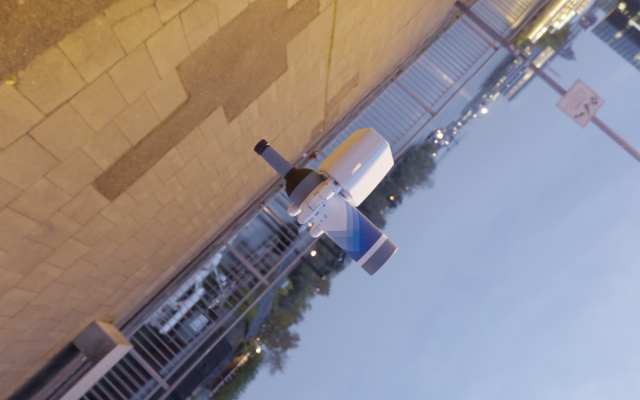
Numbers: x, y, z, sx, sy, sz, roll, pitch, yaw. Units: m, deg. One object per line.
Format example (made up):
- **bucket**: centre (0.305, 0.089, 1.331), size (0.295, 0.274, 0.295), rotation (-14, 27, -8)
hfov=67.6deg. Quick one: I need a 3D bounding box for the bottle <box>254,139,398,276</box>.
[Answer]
- **bottle**: centre (0.000, 0.003, 0.815), size (0.295, 0.069, 0.069), rotation (43, 5, 6)
